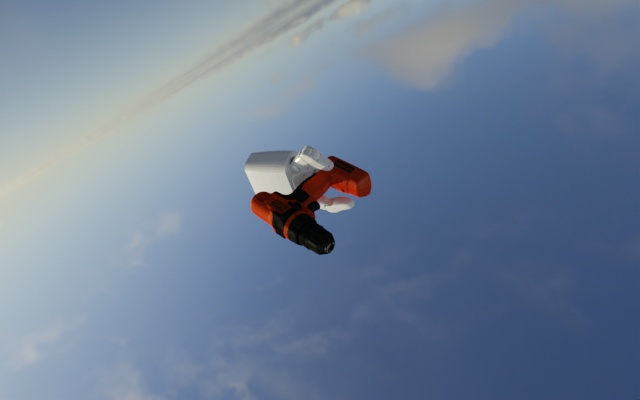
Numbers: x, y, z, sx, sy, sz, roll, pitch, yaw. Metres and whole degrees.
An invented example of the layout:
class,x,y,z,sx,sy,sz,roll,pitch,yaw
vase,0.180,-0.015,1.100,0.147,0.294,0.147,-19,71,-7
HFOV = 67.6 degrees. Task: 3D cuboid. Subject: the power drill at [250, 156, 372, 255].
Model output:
class,x,y,z,sx,sy,sz,roll,pitch,yaw
power drill,0.000,0.002,0.819,0.187,0.057,0.184,-34,48,-32
